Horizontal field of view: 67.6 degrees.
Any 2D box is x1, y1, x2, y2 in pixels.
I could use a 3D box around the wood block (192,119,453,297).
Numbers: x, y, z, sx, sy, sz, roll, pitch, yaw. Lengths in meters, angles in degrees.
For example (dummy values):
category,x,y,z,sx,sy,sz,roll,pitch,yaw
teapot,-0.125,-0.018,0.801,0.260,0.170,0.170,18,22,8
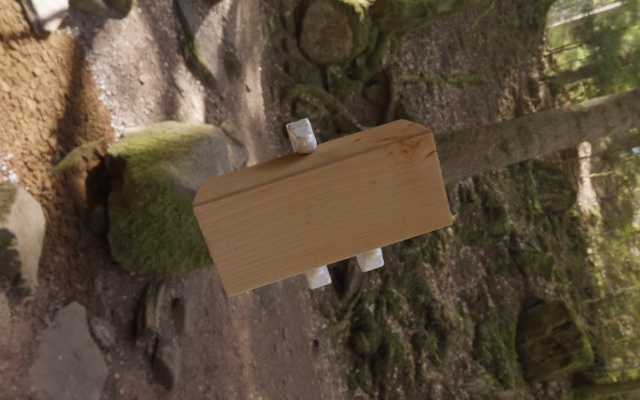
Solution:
category,x,y,z,sx,sy,sz,roll,pitch,yaw
wood block,0.000,0.001,0.441,0.206,0.091,0.090,-18,17,-2
